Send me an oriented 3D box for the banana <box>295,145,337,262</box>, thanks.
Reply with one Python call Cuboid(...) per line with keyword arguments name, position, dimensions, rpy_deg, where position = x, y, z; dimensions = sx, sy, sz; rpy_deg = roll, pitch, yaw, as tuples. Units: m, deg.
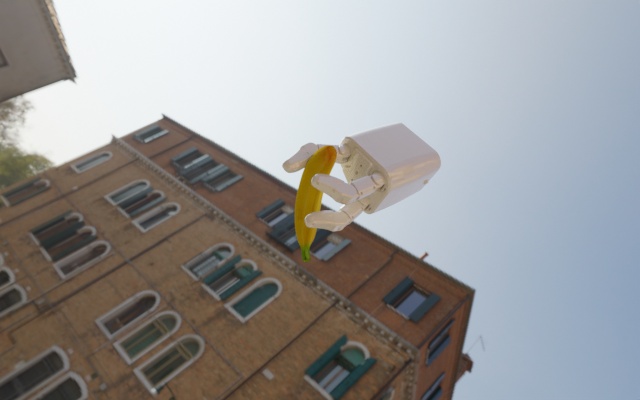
Cuboid(name="banana", position=(-0.008, -0.006, 0.688), dimensions=(0.037, 0.198, 0.069), rpy_deg=(-9, 40, -26))
